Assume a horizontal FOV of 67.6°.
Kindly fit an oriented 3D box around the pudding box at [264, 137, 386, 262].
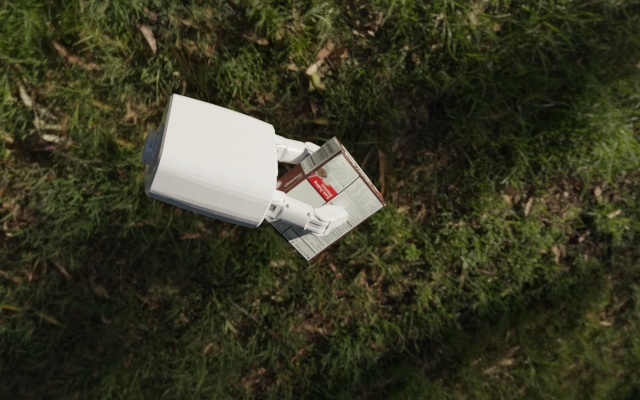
[{"bbox_3d":[0.000,0.002,0.518,0.113,0.090,0.039,-36,31,10],"label":"pudding box"}]
